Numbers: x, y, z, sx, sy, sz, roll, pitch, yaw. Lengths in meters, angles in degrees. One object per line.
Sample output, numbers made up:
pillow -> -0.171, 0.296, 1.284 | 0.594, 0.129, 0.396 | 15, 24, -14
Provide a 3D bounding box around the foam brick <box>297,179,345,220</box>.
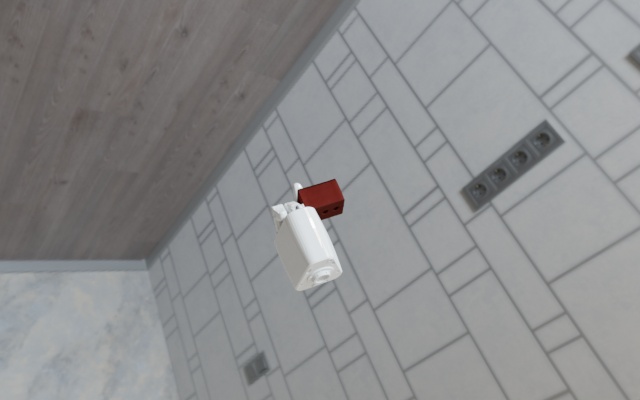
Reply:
foam brick -> 0.000, 0.003, 0.897 | 0.078, 0.051, 0.053 | -18, -31, -14
